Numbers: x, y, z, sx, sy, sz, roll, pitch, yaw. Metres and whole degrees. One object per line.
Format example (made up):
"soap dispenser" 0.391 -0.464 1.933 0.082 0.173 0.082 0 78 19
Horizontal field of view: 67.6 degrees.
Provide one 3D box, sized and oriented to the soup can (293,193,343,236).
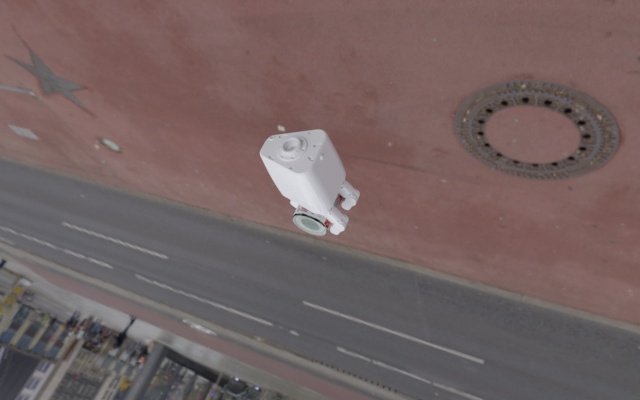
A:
"soup can" 0.000 0.003 0.856 0.068 0.102 0.068 20 -26 10
